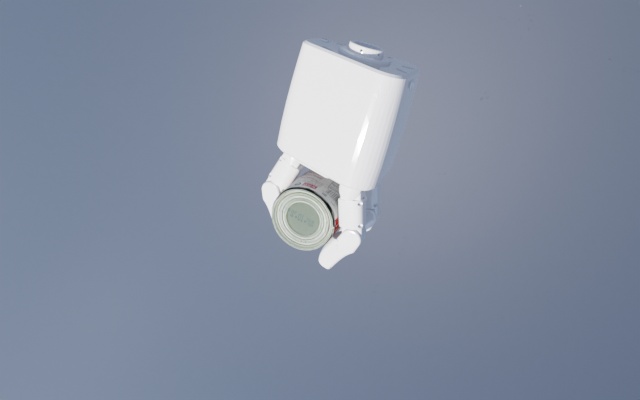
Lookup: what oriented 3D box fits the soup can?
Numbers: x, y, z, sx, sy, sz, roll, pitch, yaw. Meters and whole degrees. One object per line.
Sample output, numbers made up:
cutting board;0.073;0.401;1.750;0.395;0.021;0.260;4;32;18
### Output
soup can;0.000;0.002;0.503;0.068;0.068;0.102;0;20;23
